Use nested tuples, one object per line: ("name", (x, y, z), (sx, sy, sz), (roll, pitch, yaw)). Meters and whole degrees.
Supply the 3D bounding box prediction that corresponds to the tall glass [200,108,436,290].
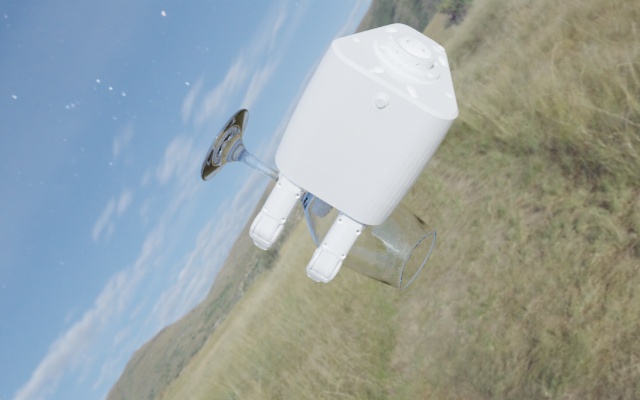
("tall glass", (-0.001, 0.001, 0.423), (0.201, 0.079, 0.079), (31, 0, 1))
